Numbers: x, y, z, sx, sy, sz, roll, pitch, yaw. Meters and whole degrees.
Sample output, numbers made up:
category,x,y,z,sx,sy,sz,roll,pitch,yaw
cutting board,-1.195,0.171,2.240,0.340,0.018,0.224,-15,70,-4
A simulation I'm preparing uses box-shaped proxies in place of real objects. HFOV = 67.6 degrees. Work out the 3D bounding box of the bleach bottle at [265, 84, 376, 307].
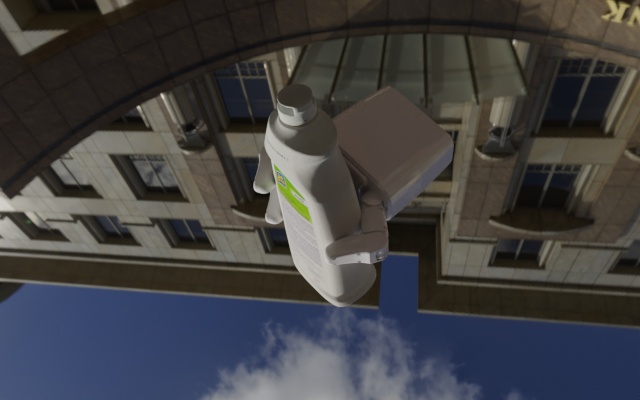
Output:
category,x,y,z,sx,sy,sz,roll,pitch,yaw
bleach bottle,0.000,0.002,0.462,0.068,0.251,0.102,-37,55,-21
